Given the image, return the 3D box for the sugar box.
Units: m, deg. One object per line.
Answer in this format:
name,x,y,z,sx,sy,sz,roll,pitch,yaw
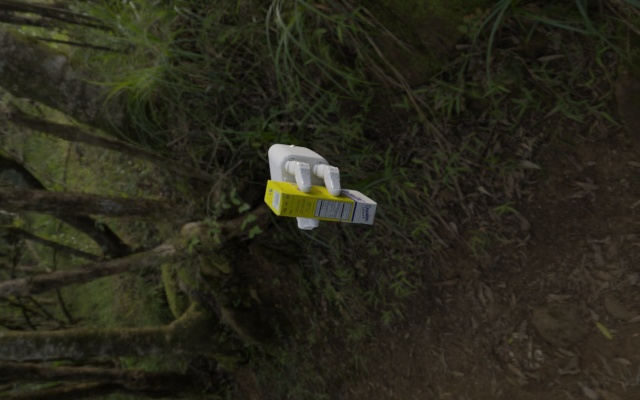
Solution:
sugar box,0.000,0.002,0.834,0.176,0.048,0.093,4,15,-22
